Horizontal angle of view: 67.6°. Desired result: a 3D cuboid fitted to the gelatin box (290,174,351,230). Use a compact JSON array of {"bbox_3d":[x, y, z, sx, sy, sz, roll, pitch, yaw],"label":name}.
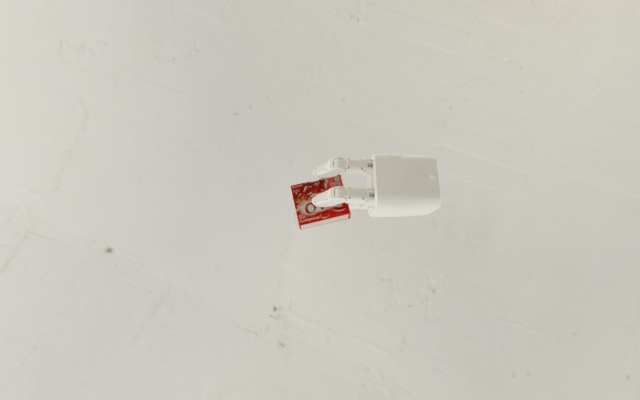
[{"bbox_3d":[0.000,0.003,0.798,0.089,0.073,0.030,-13,-19,-3],"label":"gelatin box"}]
